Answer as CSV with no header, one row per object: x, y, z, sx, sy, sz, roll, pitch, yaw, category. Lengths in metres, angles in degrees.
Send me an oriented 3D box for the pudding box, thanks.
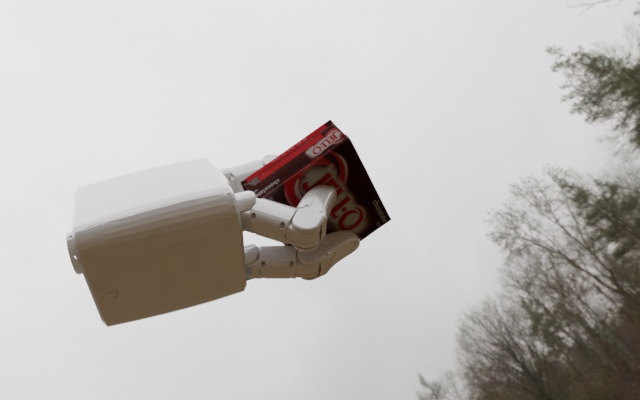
0.000,0.001,0.403,0.090,0.039,0.114,-35,-43,-1,pudding box
